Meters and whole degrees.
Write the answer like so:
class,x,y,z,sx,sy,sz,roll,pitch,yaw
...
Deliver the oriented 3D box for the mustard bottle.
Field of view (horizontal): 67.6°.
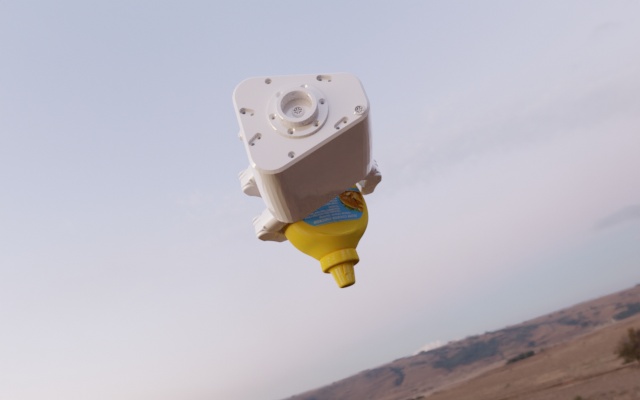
class,x,y,z,sx,sy,sz,roll,pitch,yaw
mustard bottle,0.000,0.002,0.518,0.096,0.191,0.058,-7,-24,-25
